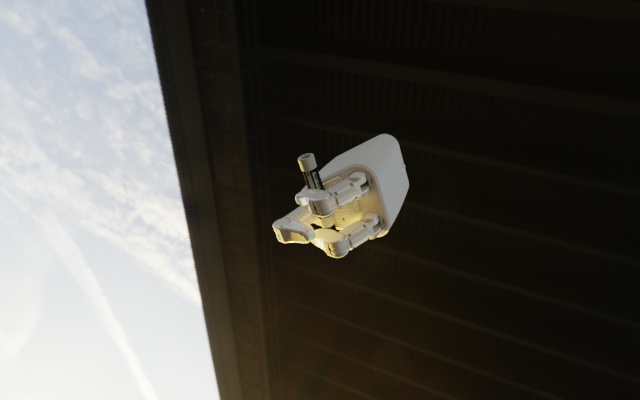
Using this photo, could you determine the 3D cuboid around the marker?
[{"bbox_3d":[0.000,0.002,0.571,0.020,0.121,0.020,-15,24,7],"label":"marker"}]
